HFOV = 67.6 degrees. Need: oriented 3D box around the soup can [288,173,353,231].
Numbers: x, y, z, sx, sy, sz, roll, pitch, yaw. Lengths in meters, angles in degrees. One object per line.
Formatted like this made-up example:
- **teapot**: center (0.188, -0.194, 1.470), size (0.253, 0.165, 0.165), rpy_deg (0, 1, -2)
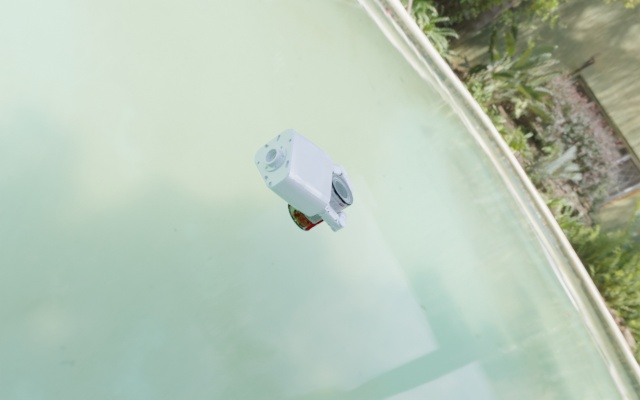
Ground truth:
- **soup can**: center (0.001, 0.003, 0.872), size (0.102, 0.068, 0.068), rpy_deg (-32, -14, 23)
